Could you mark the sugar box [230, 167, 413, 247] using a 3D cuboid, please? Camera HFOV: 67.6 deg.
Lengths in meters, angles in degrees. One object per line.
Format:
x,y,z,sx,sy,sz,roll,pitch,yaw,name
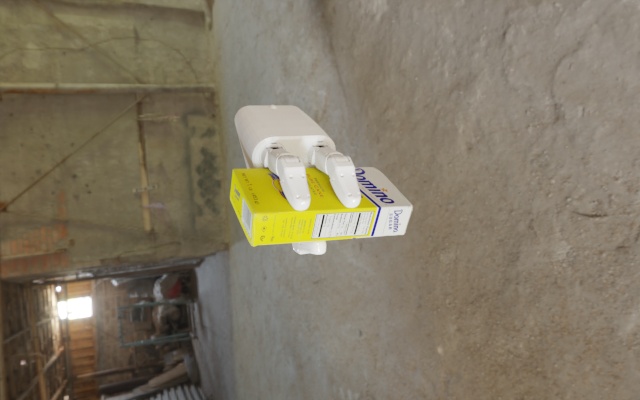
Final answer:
0.000,0.001,0.514,0.176,0.048,0.093,-5,34,-23,sugar box
